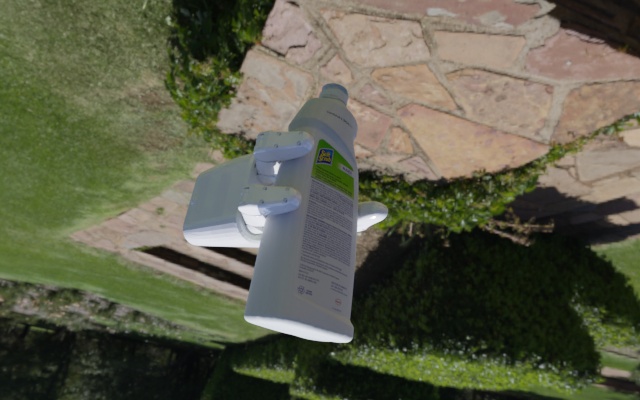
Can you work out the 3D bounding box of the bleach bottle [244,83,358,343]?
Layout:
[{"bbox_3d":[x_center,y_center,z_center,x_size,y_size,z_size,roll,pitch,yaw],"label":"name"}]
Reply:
[{"bbox_3d":[0.000,0.002,0.467,0.068,0.250,0.102,-11,-30,43],"label":"bleach bottle"}]
